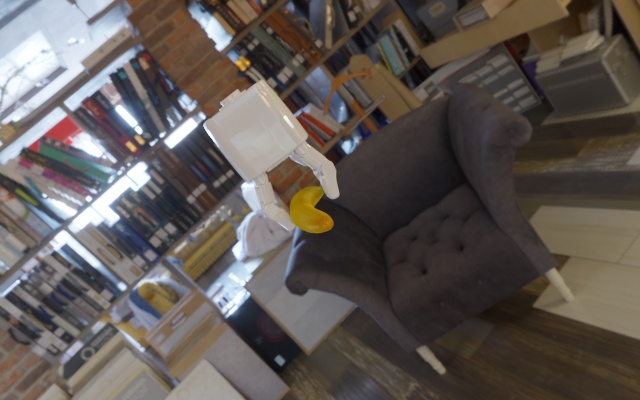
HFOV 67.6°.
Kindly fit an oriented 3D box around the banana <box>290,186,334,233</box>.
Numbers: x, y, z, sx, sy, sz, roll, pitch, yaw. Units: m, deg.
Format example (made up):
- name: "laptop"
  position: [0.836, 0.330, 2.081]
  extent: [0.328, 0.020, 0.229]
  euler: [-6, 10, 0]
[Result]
- name: "banana"
  position: [-0.016, 0.011, 0.729]
  extent: [0.069, 0.037, 0.197]
  euler: [-31, 17, 10]
